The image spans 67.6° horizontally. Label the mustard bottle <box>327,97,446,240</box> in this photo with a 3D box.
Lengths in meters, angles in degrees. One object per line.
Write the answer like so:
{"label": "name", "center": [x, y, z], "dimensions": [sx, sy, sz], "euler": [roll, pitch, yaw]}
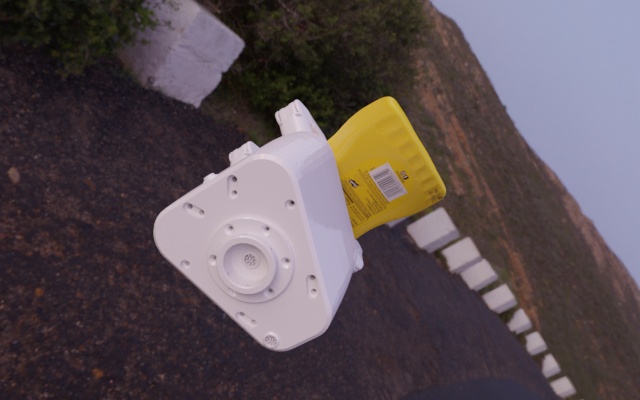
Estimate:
{"label": "mustard bottle", "center": [0.000, 0.001, 0.404], "dimensions": [0.191, 0.096, 0.058], "euler": [-29, 32, 15]}
